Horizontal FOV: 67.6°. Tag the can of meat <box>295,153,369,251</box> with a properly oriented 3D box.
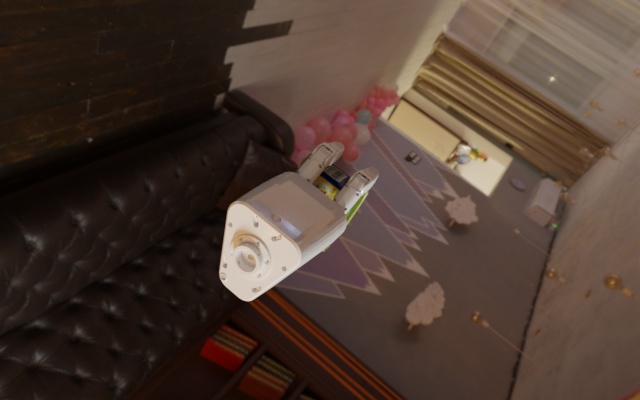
[{"bbox_3d":[0.000,0.002,0.611,0.084,0.102,0.057,38,28,11],"label":"can of meat"}]
